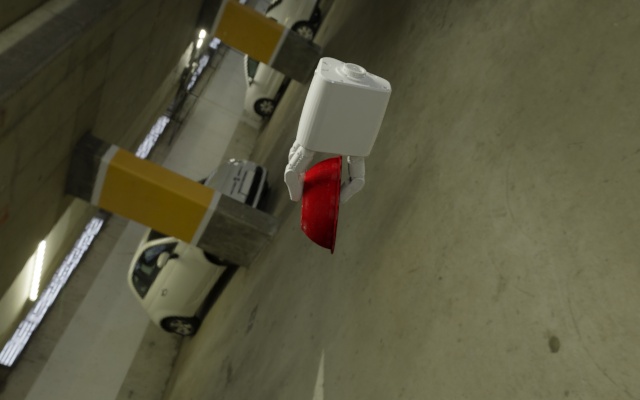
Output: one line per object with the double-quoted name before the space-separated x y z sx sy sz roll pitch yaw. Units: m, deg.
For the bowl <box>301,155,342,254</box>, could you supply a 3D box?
"bowl" 0.000 0.004 0.757 0.055 0.162 0.162 4 0 0
